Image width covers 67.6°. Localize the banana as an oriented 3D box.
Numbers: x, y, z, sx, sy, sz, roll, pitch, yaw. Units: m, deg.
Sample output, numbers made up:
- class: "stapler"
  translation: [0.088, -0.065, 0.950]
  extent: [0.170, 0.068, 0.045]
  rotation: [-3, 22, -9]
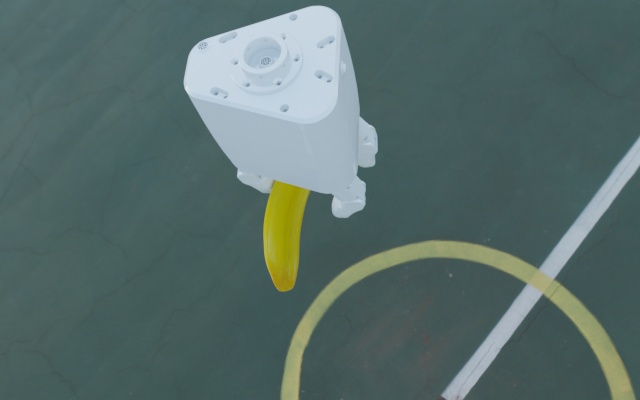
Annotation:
- class: "banana"
  translation: [-0.015, -0.009, 0.479]
  extent: [0.069, 0.197, 0.037]
  rotation: [26, -16, 13]
